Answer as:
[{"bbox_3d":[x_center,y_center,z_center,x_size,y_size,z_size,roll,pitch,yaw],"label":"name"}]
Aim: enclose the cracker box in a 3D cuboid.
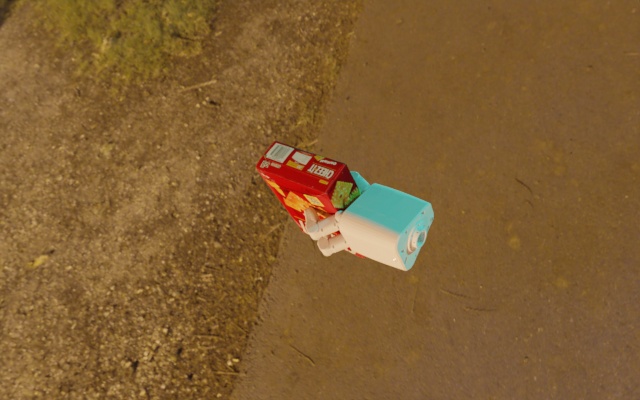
[{"bbox_3d":[0.000,0.003,0.853,0.164,0.072,0.214,21,-24,36],"label":"cracker box"}]
